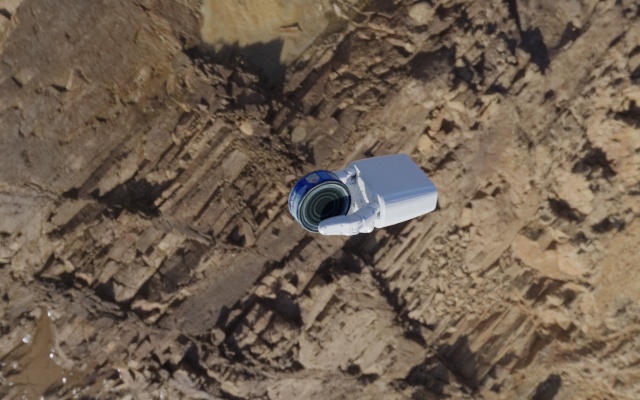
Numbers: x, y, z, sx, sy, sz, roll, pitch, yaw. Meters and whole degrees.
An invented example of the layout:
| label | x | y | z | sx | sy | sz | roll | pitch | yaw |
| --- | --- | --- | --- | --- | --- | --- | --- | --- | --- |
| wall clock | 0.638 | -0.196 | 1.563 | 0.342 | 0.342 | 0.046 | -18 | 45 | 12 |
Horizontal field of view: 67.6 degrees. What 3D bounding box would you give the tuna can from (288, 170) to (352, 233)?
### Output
| label | x | y | z | sx | sy | sz | roll | pitch | yaw |
| --- | --- | --- | --- | --- | --- | --- | --- | --- | --- |
| tuna can | 0.000 | 0.002 | 0.672 | 0.086 | 0.086 | 0.033 | 0 | 29 | -29 |
